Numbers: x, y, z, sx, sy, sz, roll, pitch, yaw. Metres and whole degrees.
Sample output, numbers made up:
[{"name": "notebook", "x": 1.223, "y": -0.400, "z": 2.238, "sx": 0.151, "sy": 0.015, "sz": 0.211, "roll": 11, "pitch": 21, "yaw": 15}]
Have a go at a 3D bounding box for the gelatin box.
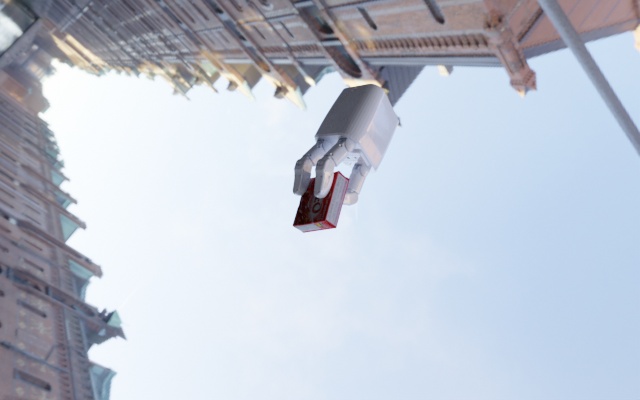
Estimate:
[{"name": "gelatin box", "x": 0.000, "y": 0.003, "z": 0.738, "sx": 0.073, "sy": 0.089, "sz": 0.030, "roll": -11, "pitch": -36, "yaw": 44}]
